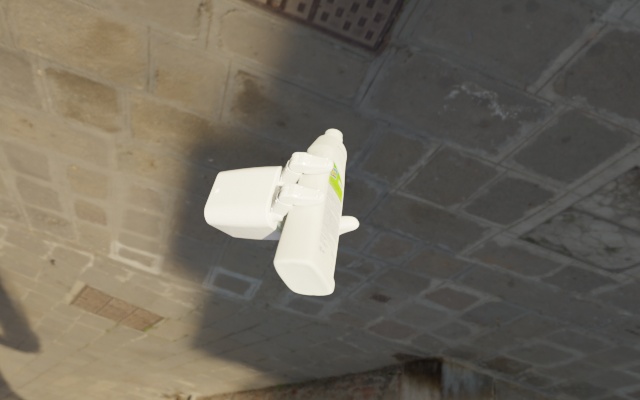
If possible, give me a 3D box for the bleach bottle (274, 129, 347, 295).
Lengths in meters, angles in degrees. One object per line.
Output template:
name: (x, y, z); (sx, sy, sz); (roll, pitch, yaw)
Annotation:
bleach bottle: (0.000, 0.002, 0.694); (0.068, 0.250, 0.103); (-1, -37, 20)
